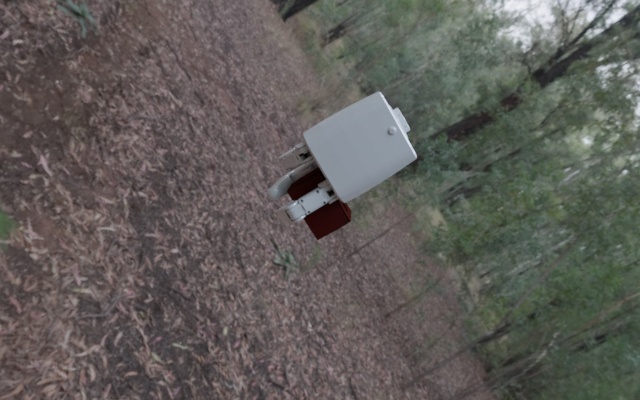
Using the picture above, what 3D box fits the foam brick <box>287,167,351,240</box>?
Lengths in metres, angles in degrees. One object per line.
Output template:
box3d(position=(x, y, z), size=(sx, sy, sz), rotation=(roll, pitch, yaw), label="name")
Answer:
box3d(position=(0.000, 0.002, 0.623), size=(0.051, 0.078, 0.053), rotation=(-30, 10, 10), label="foam brick")
